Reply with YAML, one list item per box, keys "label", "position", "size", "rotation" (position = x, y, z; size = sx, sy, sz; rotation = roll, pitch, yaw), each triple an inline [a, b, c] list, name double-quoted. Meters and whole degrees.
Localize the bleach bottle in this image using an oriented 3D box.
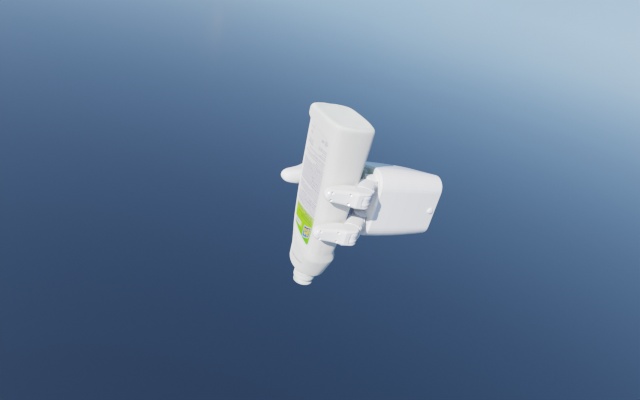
- label: "bleach bottle"
  position: [0.000, 0.002, 0.656]
  size: [0.068, 0.251, 0.102]
  rotation: [3, 28, -25]
